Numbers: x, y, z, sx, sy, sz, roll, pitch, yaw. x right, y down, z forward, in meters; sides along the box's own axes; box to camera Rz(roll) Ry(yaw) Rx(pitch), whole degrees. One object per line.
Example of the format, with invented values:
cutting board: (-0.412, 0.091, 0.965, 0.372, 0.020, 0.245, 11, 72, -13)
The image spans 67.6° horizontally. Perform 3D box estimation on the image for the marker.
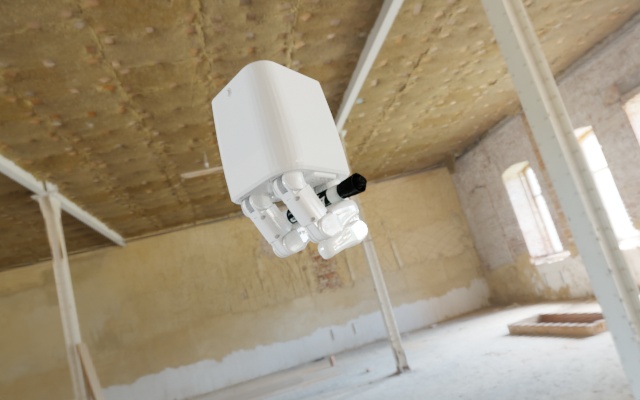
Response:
marker: (0.000, 0.002, 0.466, 0.020, 0.020, 0.121, 0, -19, -41)
